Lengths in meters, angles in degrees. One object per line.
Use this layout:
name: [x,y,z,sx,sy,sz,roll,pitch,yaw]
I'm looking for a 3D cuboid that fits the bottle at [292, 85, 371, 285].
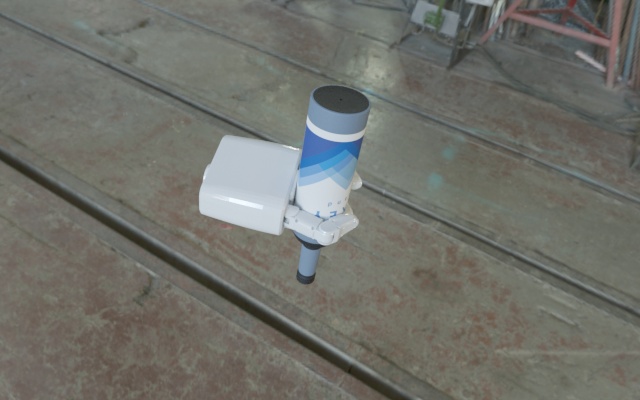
bottle: [0.000,0.002,0.608,0.069,0.296,0.069,7,40,-6]
